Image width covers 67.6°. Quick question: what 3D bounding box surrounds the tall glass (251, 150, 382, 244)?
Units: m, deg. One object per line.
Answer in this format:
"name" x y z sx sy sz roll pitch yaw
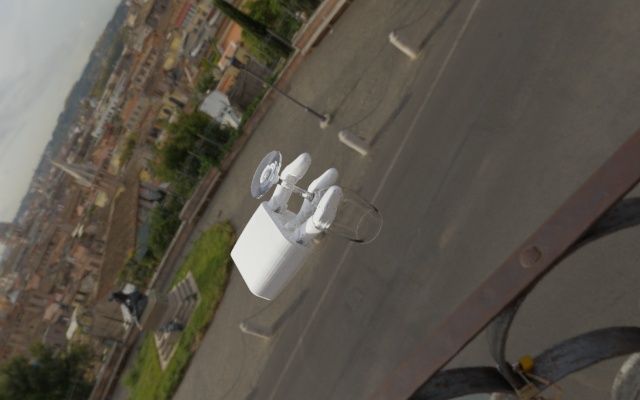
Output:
"tall glass" 0.000 0.002 0.717 0.201 0.079 0.079 27 -14 -29
